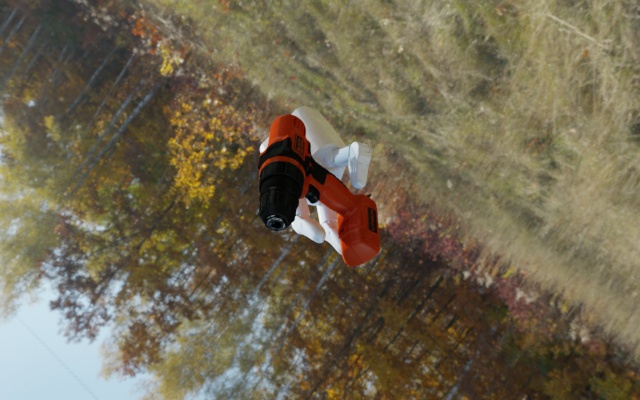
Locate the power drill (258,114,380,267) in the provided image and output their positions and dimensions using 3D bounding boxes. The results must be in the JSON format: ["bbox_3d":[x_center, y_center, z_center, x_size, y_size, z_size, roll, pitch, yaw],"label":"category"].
[{"bbox_3d":[0.000,0.002,0.588,0.057,0.184,0.188,-28,-54,27],"label":"power drill"}]
